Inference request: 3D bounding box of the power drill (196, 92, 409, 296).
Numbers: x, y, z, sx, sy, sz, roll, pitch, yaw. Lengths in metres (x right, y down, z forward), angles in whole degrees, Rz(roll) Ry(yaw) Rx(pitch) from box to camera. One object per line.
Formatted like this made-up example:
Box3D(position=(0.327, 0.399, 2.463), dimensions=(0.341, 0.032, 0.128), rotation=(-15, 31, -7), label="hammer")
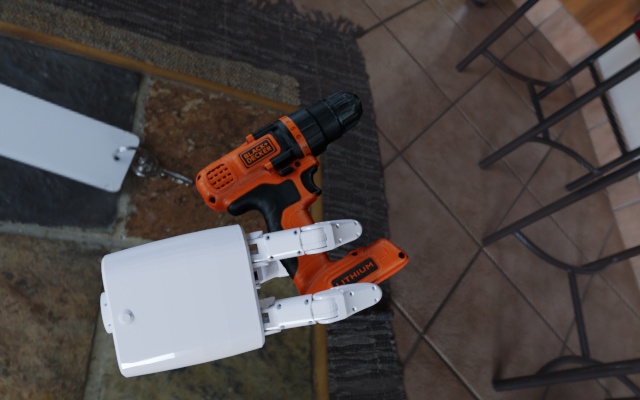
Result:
Box3D(position=(0.000, 0.002, 0.457), dimensions=(0.184, 0.187, 0.057), rotation=(-33, -16, -7), label="power drill")
